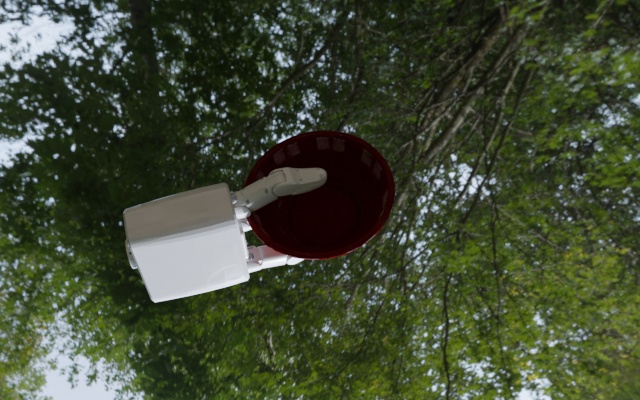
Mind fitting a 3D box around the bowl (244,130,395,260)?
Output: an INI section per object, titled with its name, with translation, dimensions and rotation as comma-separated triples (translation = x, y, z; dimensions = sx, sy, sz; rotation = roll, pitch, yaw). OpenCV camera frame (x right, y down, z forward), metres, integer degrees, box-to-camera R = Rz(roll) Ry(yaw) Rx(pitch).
[bowl]
translation = 0.001, 0.002, 0.525
dimensions = 0.162, 0.162, 0.055
rotation = 0, -32, 8
